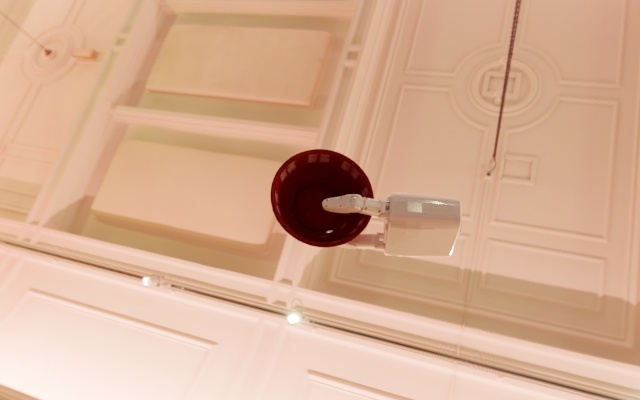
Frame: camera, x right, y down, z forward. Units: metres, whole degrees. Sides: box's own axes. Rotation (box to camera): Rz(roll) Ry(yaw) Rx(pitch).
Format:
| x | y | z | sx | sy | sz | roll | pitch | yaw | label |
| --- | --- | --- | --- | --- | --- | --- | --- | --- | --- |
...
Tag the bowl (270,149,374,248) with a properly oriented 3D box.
| x | y | z | sx | sy | sz | roll | pitch | yaw | label |
| --- | --- | --- | --- | --- | --- | --- | --- | --- | --- |
| -0.001 | 0.002 | 0.755 | 0.162 | 0.162 | 0.055 | 0 | -20 | -9 | bowl |
